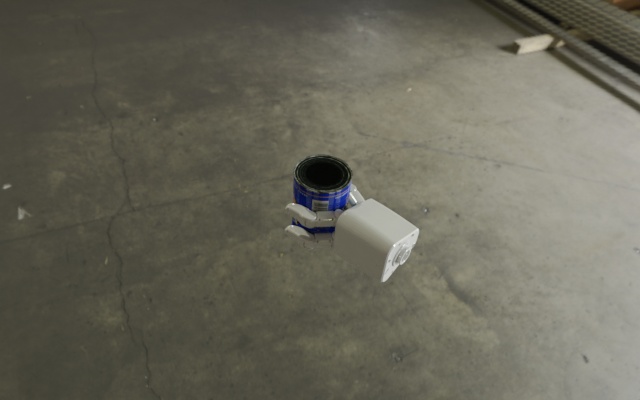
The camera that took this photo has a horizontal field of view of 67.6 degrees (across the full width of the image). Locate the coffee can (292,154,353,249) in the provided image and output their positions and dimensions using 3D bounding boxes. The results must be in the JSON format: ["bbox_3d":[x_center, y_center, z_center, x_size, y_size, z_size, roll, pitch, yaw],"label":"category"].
[{"bbox_3d":[0.000,0.003,0.863,0.103,0.140,0.102,3,43,-2],"label":"coffee can"}]
